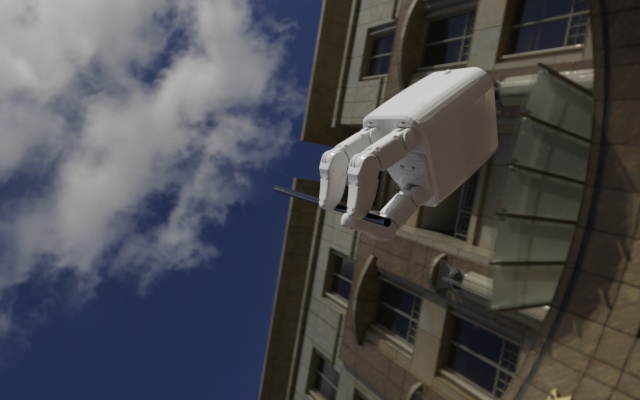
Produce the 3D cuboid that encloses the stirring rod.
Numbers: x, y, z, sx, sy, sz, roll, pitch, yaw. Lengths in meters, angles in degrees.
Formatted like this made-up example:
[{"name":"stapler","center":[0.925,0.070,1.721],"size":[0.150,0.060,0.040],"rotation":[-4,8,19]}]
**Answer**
[{"name":"stirring rod","center":[0.000,0.002,0.516],"size":[0.011,0.011,0.239],"rotation":[0,8,-29]}]
